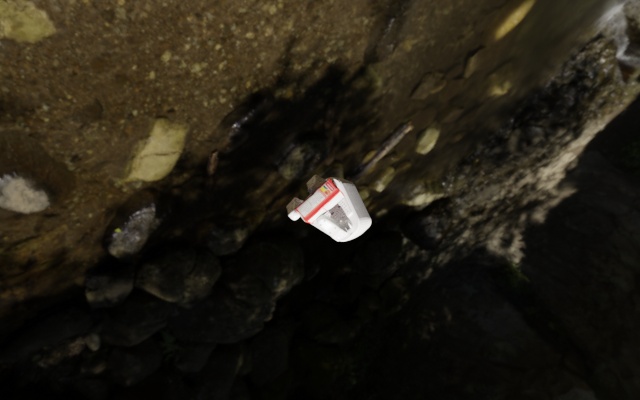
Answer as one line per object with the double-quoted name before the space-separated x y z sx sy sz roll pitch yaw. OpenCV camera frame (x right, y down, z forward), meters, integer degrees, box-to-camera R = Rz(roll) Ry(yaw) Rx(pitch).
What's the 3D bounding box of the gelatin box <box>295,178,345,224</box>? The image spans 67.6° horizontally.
"gelatin box" 0.000 0.003 0.772 0.073 0.030 0.089 -42 -8 2
